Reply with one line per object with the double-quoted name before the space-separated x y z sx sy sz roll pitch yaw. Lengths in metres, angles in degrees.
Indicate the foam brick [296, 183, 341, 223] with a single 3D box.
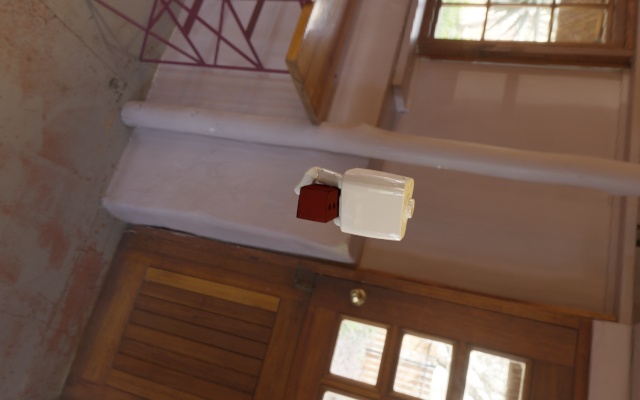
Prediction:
"foam brick" 0.000 0.003 0.794 0.051 0.053 0.078 11 11 18
